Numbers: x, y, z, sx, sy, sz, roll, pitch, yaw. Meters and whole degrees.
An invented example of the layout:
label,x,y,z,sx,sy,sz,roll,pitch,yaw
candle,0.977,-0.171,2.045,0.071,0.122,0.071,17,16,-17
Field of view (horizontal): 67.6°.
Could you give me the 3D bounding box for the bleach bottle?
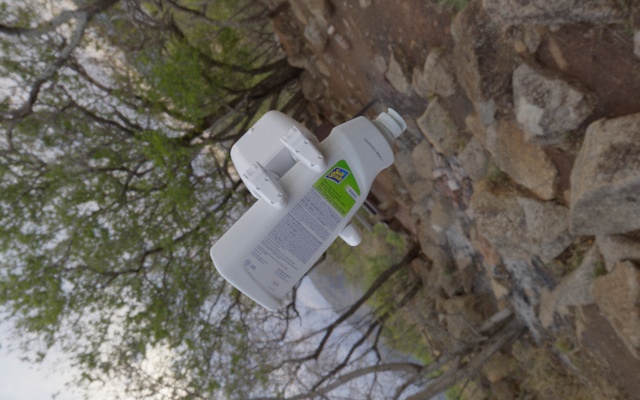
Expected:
label,x,y,z,sx,sy,sz,roll,pitch,yaw
bleach bottle,0.000,0.002,0.529,0.103,0.251,0.068,45,1,-35
